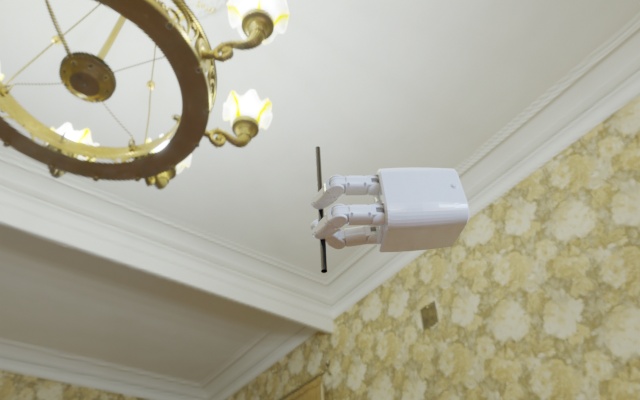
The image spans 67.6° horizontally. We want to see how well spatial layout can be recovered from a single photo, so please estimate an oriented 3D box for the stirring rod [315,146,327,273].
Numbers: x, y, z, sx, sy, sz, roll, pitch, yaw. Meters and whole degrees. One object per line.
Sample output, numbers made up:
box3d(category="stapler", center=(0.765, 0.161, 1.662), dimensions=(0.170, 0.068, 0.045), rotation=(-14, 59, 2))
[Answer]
box3d(category="stirring rod", center=(0.000, 0.002, 0.676), dimensions=(0.011, 0.239, 0.011), rotation=(-2, -45, -1))
